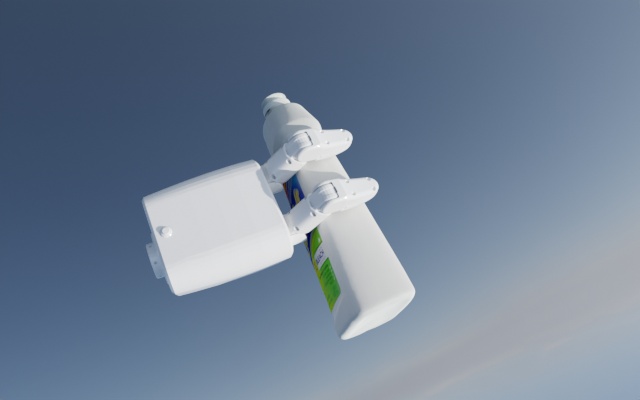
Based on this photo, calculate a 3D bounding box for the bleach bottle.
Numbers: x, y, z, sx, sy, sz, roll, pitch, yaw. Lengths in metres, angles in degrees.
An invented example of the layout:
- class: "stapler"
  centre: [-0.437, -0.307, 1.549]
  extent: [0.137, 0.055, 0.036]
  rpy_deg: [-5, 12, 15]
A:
- class: "bleach bottle"
  centre: [0.000, 0.002, 0.472]
  extent: [0.068, 0.250, 0.103]
  rpy_deg: [-19, -24, -17]
